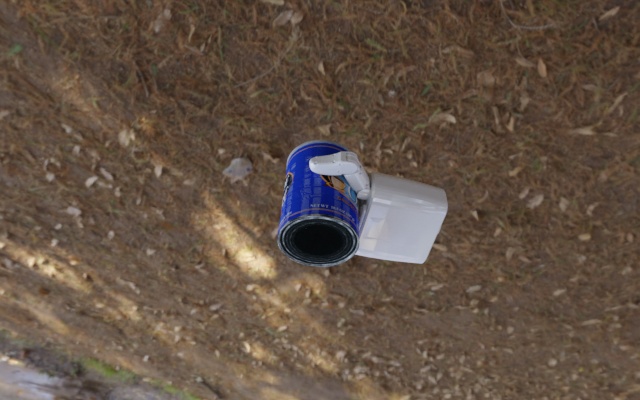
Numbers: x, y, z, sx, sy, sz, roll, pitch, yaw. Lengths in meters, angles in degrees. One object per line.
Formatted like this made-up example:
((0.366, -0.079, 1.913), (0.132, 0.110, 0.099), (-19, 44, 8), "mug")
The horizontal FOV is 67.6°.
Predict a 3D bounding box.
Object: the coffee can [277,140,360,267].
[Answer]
((0.000, 0.002, 0.639), (0.103, 0.140, 0.103), (2, -43, 2), "coffee can")
